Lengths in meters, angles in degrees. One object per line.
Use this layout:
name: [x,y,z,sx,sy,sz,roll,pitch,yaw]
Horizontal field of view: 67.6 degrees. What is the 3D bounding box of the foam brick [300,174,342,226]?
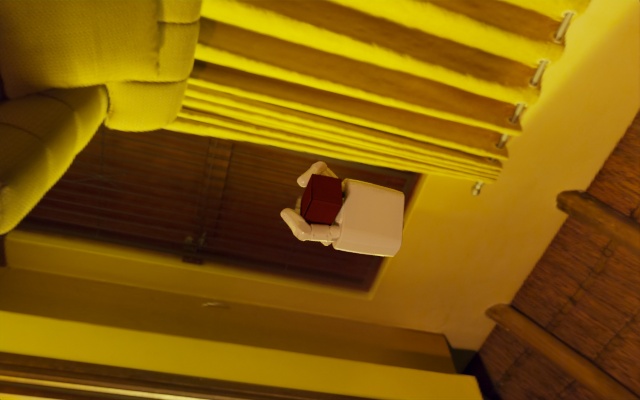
foam brick: [0.000,0.002,0.771,0.051,0.053,0.078,10,-37,-12]
